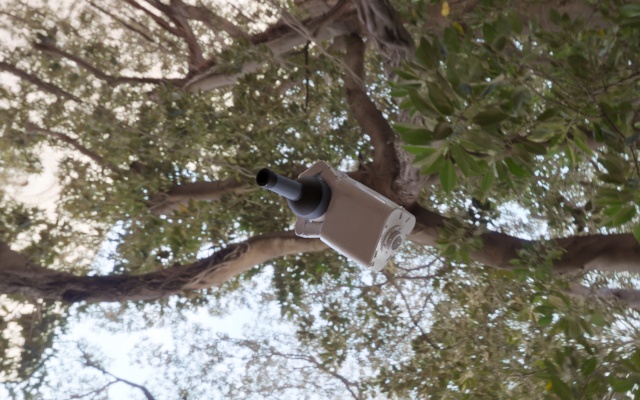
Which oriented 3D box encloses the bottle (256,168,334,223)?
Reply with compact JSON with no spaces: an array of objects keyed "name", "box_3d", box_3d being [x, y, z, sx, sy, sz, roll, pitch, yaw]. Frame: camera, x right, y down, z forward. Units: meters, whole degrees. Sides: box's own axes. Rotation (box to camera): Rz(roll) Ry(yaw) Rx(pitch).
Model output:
[{"name":"bottle","box_3d":[0.000,0.003,0.787,0.069,0.069,0.296,0,-14,35]}]
